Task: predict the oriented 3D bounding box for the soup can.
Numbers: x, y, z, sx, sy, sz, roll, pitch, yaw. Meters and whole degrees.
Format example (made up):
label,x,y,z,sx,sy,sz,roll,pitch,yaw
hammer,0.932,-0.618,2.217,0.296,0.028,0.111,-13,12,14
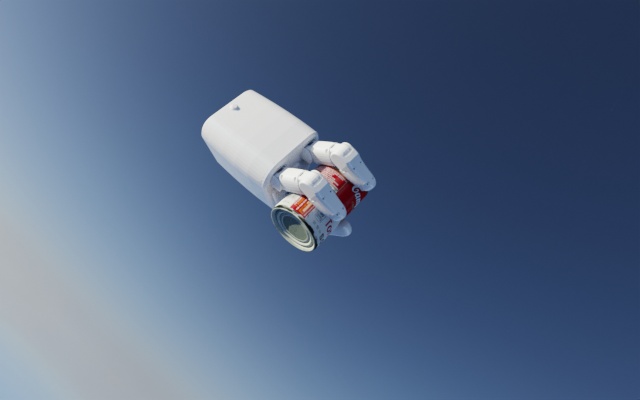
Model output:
label,x,y,z,sx,sy,sz,roll,pitch,yaw
soup can,0.000,0.002,0.557,0.068,0.068,0.102,0,38,52
